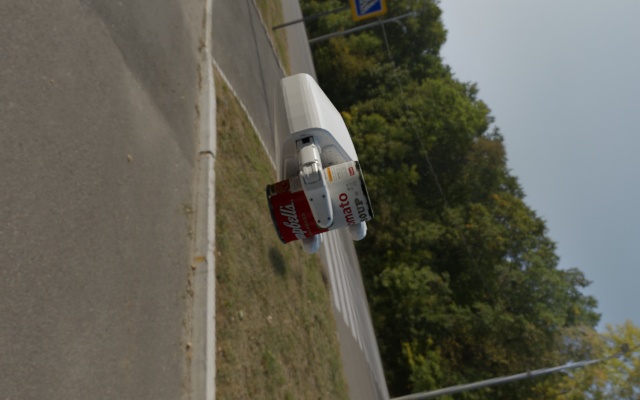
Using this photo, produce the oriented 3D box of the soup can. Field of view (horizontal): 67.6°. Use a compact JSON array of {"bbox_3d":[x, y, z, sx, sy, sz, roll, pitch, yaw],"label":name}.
[{"bbox_3d":[0.000,0.002,0.518,0.102,0.068,0.068,-16,-1,4],"label":"soup can"}]
